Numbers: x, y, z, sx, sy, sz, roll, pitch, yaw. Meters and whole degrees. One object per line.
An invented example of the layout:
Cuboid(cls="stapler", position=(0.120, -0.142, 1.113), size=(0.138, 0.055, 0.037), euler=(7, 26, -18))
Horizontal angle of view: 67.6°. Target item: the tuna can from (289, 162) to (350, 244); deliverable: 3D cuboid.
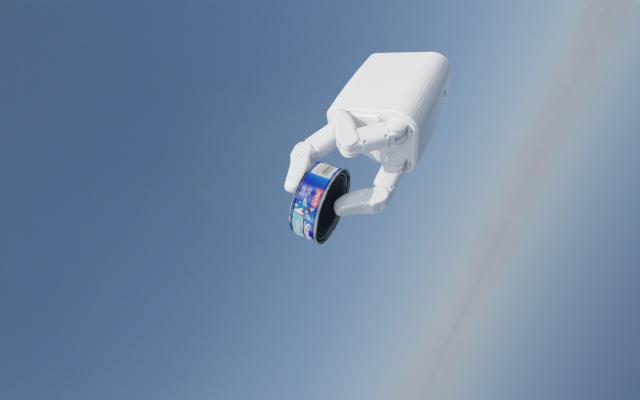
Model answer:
Cuboid(cls="tuna can", position=(0.000, 0.002, 0.520), size=(0.034, 0.086, 0.086), euler=(20, 6, 18))
